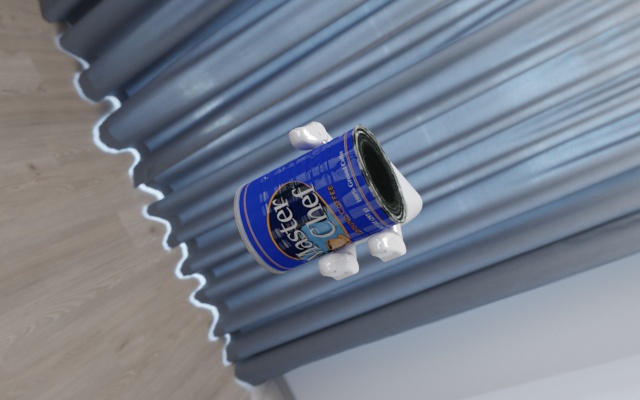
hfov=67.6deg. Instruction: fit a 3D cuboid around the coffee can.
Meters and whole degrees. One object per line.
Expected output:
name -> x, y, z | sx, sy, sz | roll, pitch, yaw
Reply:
coffee can -> 0.000, 0.002, 0.477 | 0.140, 0.103, 0.103 | -25, -10, 22
